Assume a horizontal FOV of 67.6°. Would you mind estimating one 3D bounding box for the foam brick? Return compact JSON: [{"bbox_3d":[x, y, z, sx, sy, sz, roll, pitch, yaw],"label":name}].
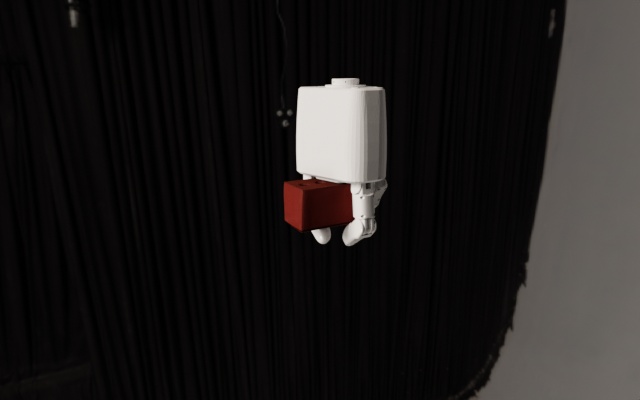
[{"bbox_3d":[0.000,0.002,0.579,0.078,0.051,0.053,-9,18,-28],"label":"foam brick"}]
